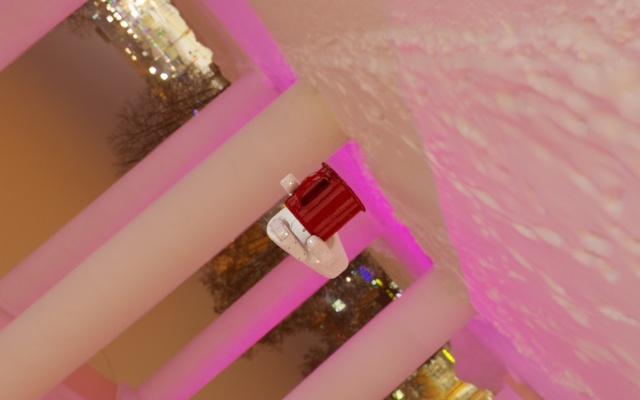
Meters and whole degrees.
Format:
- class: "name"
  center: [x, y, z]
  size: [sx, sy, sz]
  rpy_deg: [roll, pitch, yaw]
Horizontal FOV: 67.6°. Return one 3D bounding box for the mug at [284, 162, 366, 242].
- class: "mug"
  center: [0.000, 0.002, 0.662]
  size: [0.093, 0.081, 0.117]
  rpy_deg: [47, -4, 29]
